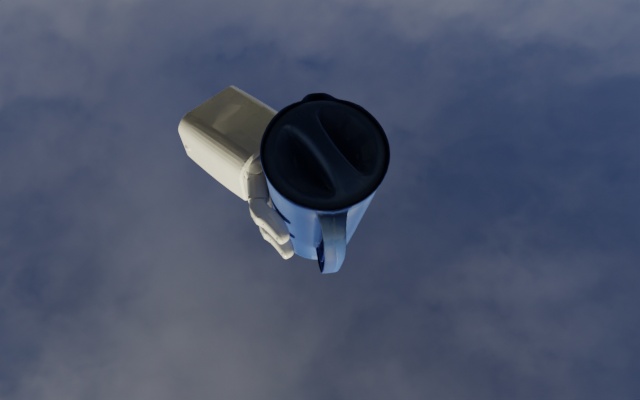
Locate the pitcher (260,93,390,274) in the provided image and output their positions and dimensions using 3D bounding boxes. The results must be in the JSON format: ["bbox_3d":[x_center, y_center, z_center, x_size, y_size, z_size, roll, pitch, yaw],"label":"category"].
[{"bbox_3d":[0.000,0.002,0.588,0.145,0.149,0.243,36,-20,11],"label":"pitcher"}]
